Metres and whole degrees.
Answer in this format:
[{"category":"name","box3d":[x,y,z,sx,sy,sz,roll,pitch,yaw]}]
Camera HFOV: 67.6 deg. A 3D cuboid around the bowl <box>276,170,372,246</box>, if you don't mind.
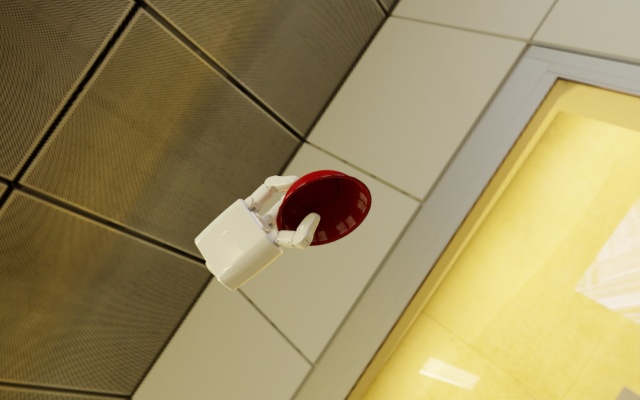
[{"category":"bowl","box3d":[0.001,0.002,0.789,0.162,0.162,0.055,0,44,-22]}]
